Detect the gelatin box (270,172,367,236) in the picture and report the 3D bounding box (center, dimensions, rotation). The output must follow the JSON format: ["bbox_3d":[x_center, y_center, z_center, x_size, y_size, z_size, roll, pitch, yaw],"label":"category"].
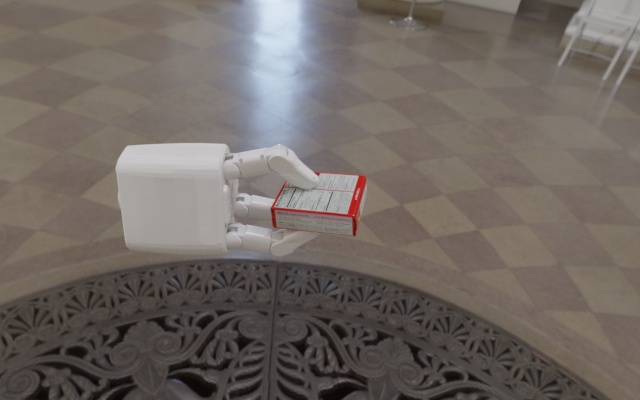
[{"bbox_3d":[0.000,0.001,0.506,0.089,0.030,0.073,4,36,13],"label":"gelatin box"}]
